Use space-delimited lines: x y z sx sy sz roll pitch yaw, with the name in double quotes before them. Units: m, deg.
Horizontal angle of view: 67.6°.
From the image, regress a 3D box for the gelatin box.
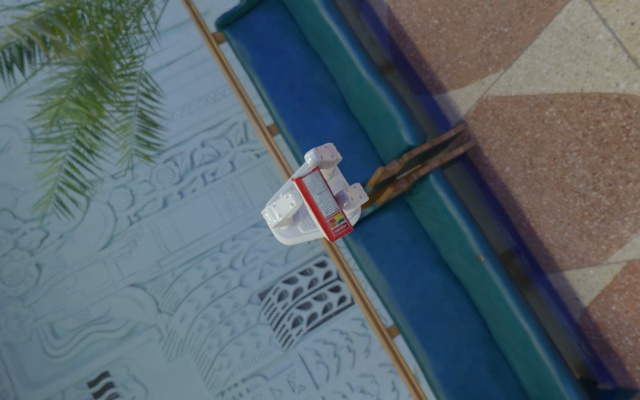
"gelatin box" 0.000 0.002 0.503 0.030 0.073 0.089 -30 5 -3
